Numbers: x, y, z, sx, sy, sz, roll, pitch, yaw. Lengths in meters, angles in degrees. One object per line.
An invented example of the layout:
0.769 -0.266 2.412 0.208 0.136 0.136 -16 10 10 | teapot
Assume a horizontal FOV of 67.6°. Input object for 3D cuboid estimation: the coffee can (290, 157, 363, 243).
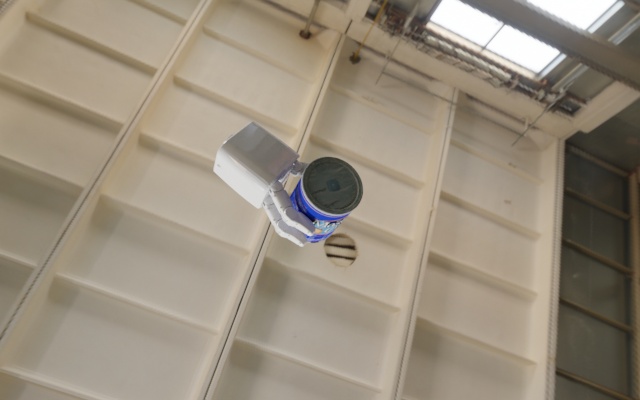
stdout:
0.000 0.003 0.818 0.103 0.102 0.140 0 -24 -19 | coffee can
